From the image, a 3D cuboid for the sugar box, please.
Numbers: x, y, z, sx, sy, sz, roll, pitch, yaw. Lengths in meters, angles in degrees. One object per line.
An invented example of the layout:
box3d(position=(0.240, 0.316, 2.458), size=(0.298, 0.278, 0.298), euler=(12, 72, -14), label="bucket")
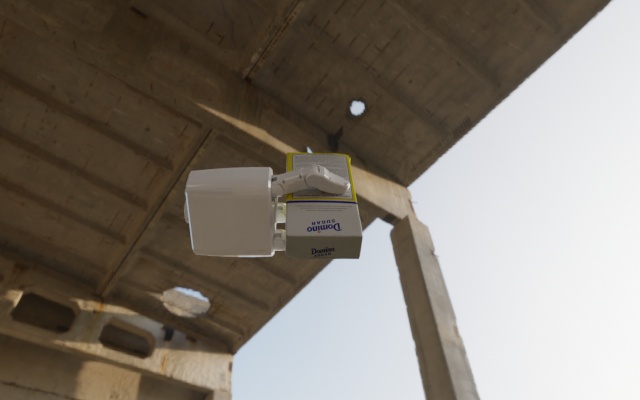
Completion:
box3d(position=(0.000, 0.002, 0.632), size=(0.093, 0.048, 0.176), euler=(1, 41, -3), label="sugar box")
